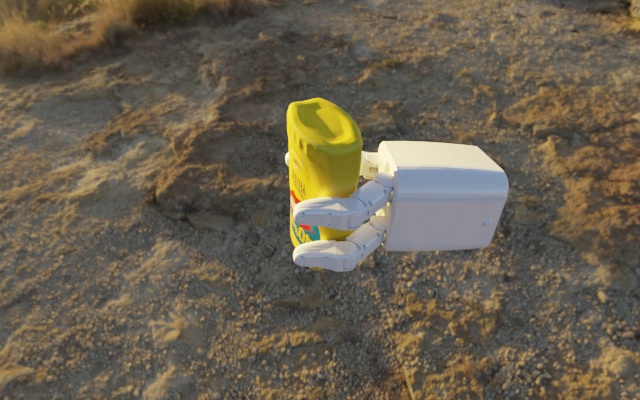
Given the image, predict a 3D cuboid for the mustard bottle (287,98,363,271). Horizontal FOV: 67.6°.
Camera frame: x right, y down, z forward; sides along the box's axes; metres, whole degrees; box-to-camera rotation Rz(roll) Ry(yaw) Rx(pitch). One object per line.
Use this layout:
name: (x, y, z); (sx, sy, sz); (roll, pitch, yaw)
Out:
mustard bottle: (0.000, 0.001, 0.484); (0.058, 0.192, 0.096); (-16, 44, -20)
